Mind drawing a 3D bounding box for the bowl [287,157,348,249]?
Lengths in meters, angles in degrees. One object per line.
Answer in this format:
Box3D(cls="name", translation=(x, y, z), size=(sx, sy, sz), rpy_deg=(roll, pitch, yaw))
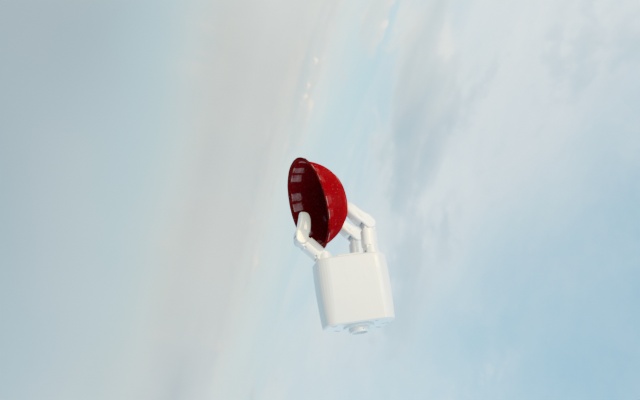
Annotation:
Box3D(cls="bowl", translation=(0.000, 0.001, 0.806), size=(0.055, 0.162, 0.162), rpy_deg=(-13, 5, -24))
